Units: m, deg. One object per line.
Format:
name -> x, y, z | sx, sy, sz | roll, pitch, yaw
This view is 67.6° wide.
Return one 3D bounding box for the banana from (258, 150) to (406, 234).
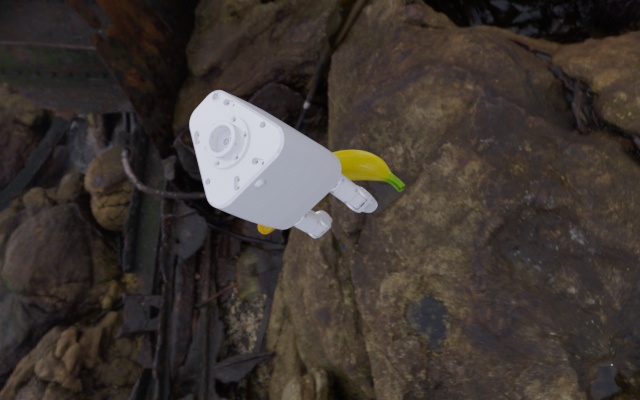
banana -> -0.001, -0.017, 0.582 | 0.198, 0.069, 0.037 | -19, -14, 22
